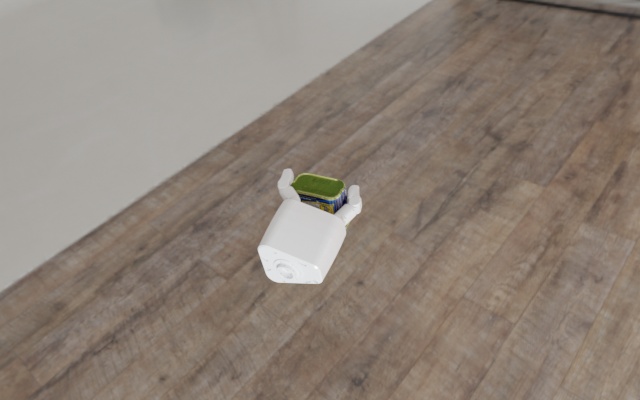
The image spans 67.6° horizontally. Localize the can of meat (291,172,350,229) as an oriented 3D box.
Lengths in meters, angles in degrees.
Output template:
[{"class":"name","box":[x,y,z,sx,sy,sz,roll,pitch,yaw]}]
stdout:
[{"class":"can of meat","box":[0.000,0.003,0.856,0.102,0.084,0.057,13,48,23]}]
